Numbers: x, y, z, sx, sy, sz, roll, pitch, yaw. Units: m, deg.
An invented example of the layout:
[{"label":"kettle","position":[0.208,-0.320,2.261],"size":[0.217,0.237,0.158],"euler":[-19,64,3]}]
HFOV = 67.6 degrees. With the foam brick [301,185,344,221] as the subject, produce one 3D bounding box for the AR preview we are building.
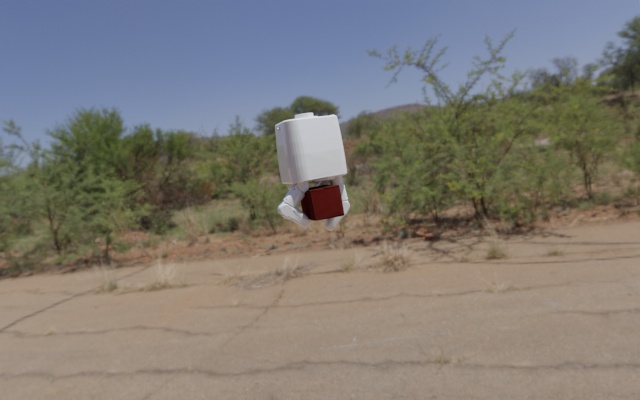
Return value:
[{"label":"foam brick","position":[0.000,0.003,0.813],"size":[0.053,0.051,0.078],"euler":[-11,6,-17]}]
